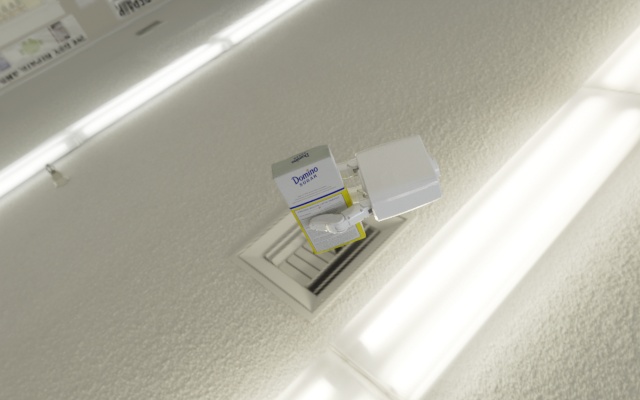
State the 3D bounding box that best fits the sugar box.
[{"bbox_3d":[0.000,0.002,0.748,0.093,0.176,0.048,-20,37,6],"label":"sugar box"}]
